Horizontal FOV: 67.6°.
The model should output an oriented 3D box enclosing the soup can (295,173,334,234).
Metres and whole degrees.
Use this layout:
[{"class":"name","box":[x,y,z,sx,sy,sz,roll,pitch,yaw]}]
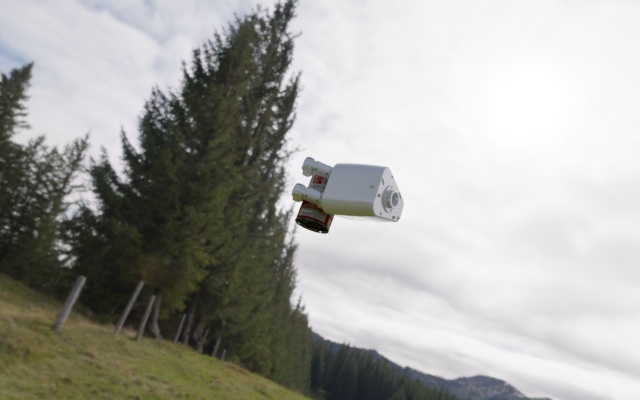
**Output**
[{"class":"soup can","box":[0.000,0.003,0.899,0.068,0.102,0.068,18,-19,6]}]
